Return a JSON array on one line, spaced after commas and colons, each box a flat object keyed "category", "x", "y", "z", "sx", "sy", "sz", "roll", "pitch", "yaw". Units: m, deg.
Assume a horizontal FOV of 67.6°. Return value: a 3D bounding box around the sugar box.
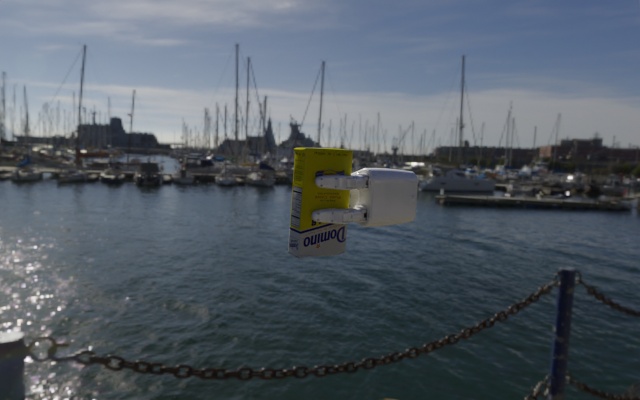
[{"category": "sugar box", "x": 0.001, "y": 0.003, "z": 0.783, "sx": 0.093, "sy": 0.176, "sz": 0.048, "roll": -1, "pitch": 7, "yaw": -31}]
